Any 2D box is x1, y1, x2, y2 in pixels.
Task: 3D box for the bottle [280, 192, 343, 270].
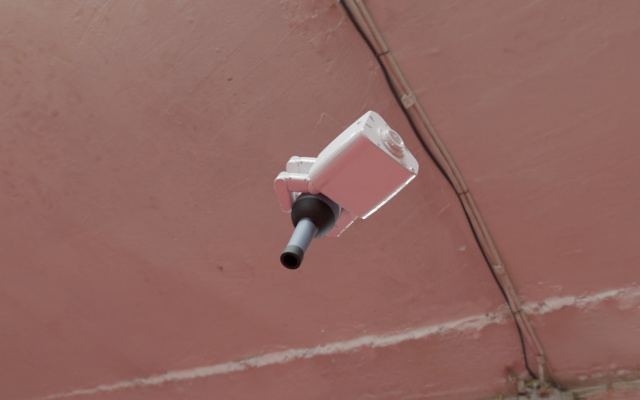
[{"bbox_3d":[0.000,0.002,0.710,0.069,0.069,0.295,0,30,17],"label":"bottle"}]
